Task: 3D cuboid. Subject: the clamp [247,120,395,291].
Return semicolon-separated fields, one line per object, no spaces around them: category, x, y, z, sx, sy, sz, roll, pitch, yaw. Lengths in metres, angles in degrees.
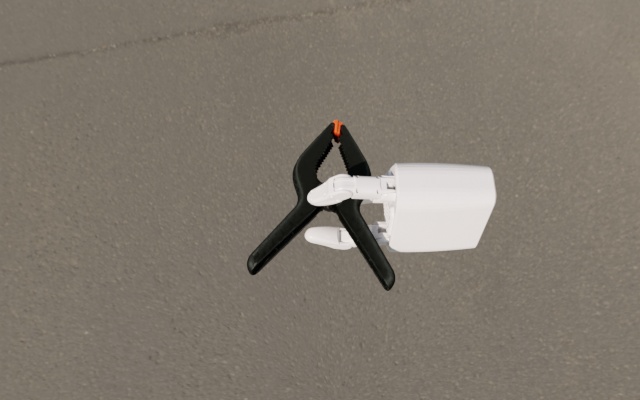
clamp;0.000;0.001;0.562;0.164;0.210;0.036;0;-23;-1
